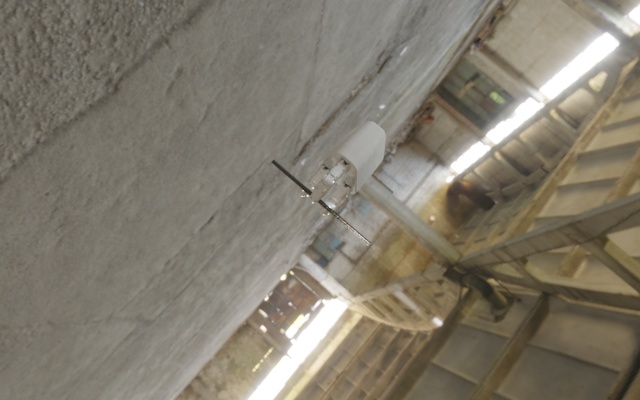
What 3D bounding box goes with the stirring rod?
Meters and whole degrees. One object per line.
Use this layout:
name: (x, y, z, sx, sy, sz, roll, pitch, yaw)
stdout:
stirring rod: (0.000, 0.003, 0.899, 0.239, 0.011, 0.011, 41, 4, 5)
